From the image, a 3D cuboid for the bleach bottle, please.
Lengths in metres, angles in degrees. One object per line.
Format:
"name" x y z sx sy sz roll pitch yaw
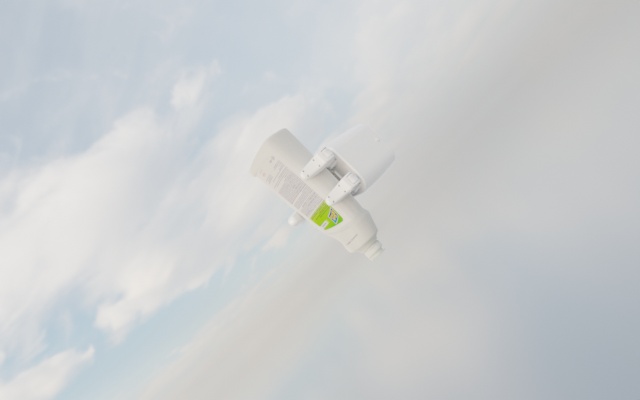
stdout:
"bleach bottle" 0.000 0.002 0.769 0.068 0.251 0.103 -40 -8 -39
